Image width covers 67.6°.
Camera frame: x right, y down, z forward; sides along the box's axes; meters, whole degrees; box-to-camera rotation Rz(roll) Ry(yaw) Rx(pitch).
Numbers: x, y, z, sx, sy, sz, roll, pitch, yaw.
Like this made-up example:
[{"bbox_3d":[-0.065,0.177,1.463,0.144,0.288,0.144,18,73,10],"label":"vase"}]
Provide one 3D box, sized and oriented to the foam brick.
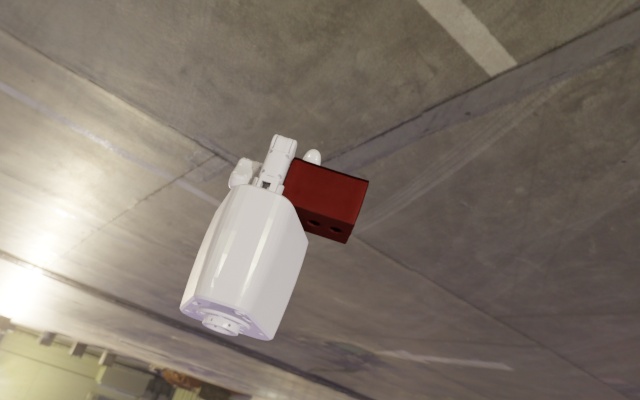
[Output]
[{"bbox_3d":[0.000,0.002,0.469,0.078,0.051,0.053,17,-27,1],"label":"foam brick"}]
